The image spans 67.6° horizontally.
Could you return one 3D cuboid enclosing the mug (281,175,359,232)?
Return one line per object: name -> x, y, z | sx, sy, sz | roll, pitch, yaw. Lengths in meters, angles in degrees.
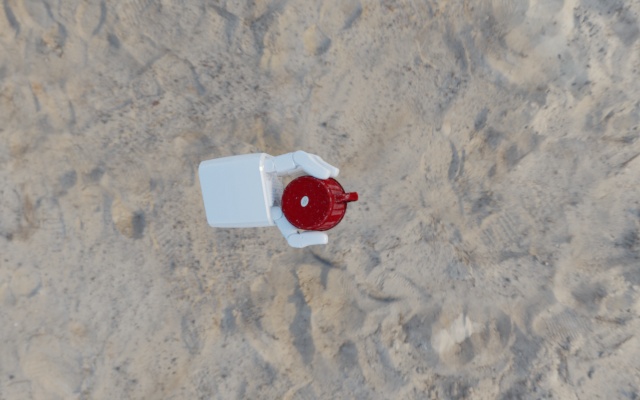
mug -> 0.001, 0.002, 0.733 | 0.117, 0.093, 0.081 | -6, -2, 14
